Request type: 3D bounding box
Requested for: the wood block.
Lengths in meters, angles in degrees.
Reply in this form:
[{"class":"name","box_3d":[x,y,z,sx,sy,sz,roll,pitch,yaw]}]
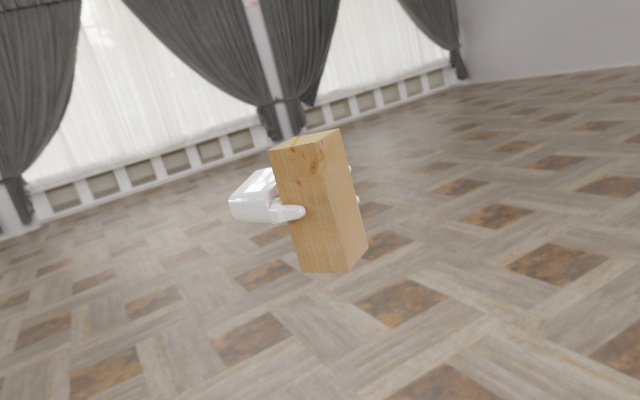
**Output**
[{"class":"wood block","box_3d":[0.000,0.003,0.758,0.090,0.206,0.090,-6,18,30]}]
